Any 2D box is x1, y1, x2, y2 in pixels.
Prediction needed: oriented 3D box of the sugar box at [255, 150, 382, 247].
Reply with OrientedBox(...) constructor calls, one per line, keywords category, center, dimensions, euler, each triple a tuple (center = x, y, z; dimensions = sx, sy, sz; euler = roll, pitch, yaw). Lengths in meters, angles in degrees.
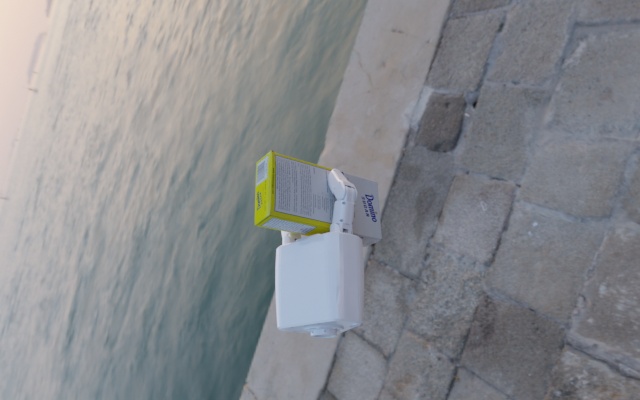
OrientedBox(category="sugar box", center=(0.000, 0.002, 0.640), dimensions=(0.176, 0.093, 0.048), euler=(16, -30, -33))
